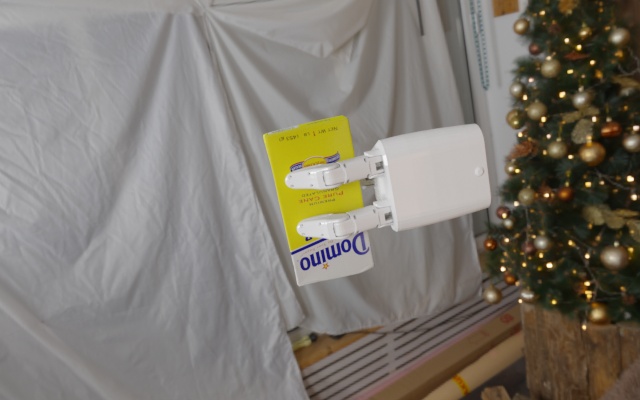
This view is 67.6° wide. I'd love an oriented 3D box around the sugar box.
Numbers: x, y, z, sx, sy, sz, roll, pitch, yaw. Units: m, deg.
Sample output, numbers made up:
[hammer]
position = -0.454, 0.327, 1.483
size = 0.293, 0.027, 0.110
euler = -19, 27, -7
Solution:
[sugar box]
position = 0.000, 0.002, 0.535
size = 0.093, 0.176, 0.048
euler = -13, 13, -3
